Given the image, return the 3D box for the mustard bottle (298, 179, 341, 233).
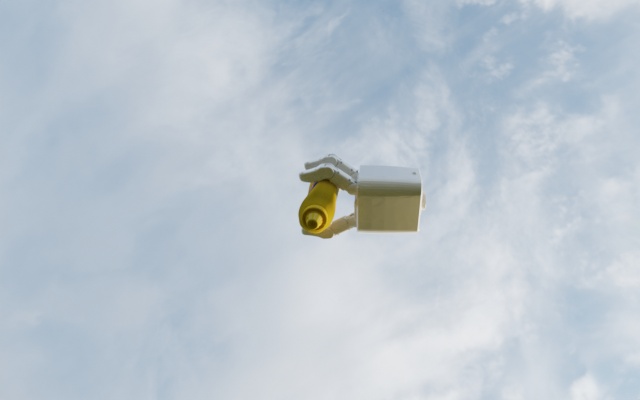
[{"bbox_3d":[0.000,0.002,0.817,0.058,0.096,0.191,25,22,-3],"label":"mustard bottle"}]
